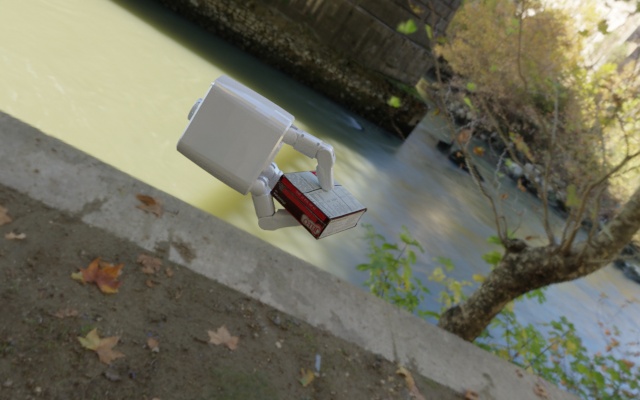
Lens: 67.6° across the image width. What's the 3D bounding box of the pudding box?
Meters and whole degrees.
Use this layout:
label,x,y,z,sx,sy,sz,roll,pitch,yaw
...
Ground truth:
label,x,y,z,sx,sy,sz,roll,pitch,yaw
pudding box,0.000,0.002,0.632,0.090,0.039,0.113,44,27,18
